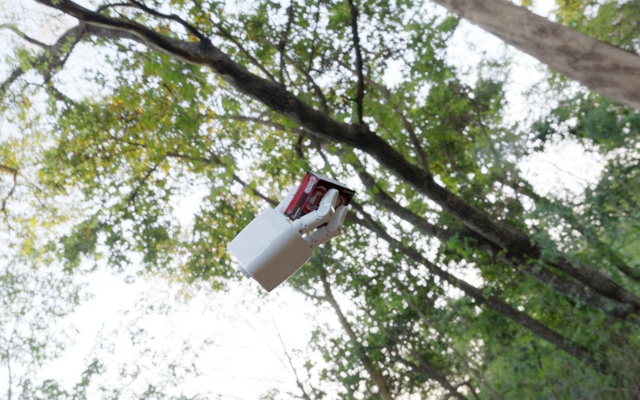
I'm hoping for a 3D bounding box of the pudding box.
[{"bbox_3d":[0.000,0.003,0.850,0.039,0.090,0.113,39,15,35],"label":"pudding box"}]
